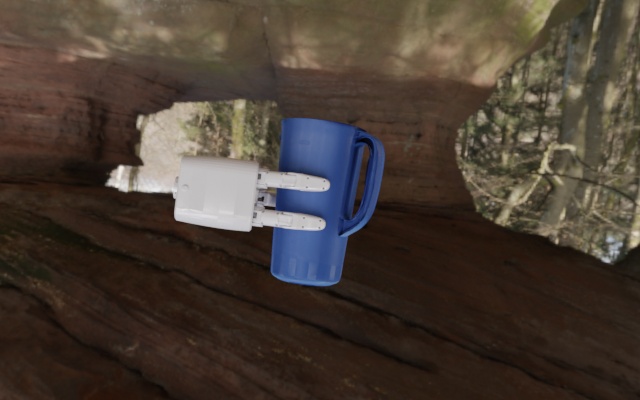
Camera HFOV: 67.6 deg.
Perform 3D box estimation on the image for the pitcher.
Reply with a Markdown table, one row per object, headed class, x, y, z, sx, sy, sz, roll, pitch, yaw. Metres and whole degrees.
| class | x | y | z | sx | sy | sz | roll | pitch | yaw |
| --- | --- | --- | --- | --- | --- | --- | --- | --- | --- |
| pitcher | 0.000 | 0.002 | 0.722 | 0.145 | 0.243 | 0.149 | 7 | 0 | -11 |
